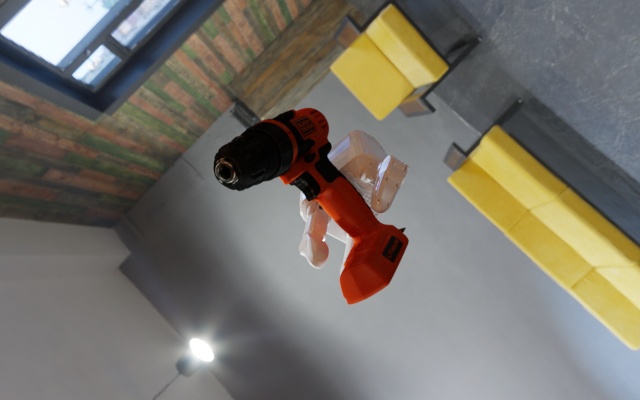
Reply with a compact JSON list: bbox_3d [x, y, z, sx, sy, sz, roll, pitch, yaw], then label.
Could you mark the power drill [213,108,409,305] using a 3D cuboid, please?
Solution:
[{"bbox_3d":[0.000,0.002,0.452,0.057,0.187,0.184,-33,5,31],"label":"power drill"}]
